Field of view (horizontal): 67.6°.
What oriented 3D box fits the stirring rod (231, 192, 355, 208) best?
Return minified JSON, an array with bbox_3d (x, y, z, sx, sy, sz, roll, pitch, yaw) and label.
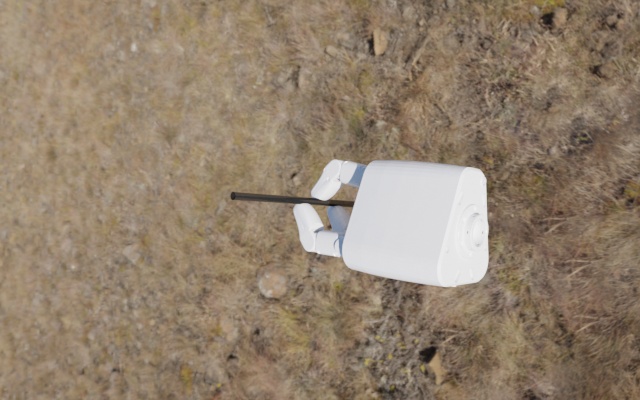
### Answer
[{"bbox_3d":[0.000,0.002,0.542,0.011,0.011,0.239,0,-3,44],"label":"stirring rod"}]
